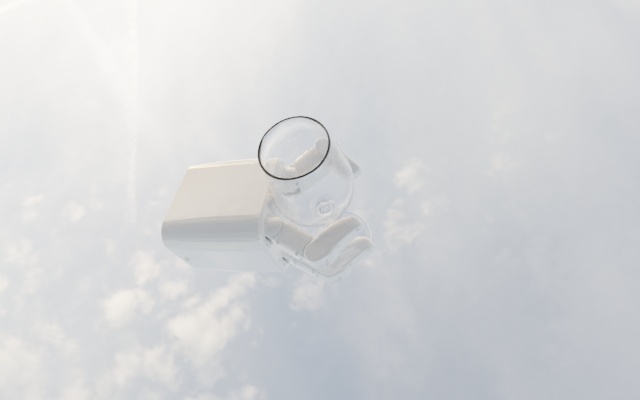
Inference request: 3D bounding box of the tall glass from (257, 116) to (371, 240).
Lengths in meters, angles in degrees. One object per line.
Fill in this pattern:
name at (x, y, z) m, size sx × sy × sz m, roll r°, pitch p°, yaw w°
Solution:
tall glass at (0.000, 0.002, 0.471) m, size 0.079 × 0.079 × 0.201 m, roll 0°, pitch -27°, yaw 14°
